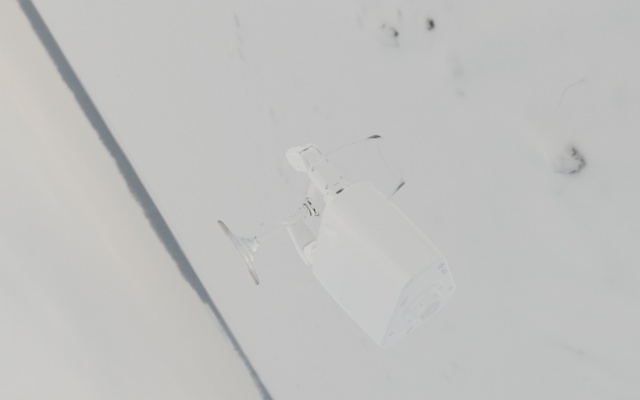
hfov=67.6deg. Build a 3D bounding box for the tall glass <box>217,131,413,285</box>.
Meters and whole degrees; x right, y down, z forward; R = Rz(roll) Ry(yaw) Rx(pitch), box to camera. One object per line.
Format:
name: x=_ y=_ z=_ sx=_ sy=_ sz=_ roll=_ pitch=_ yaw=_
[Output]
tall glass: x=-0.001 y=0.002 z=0.493 sx=0.201 sy=0.079 sz=0.079 roll=-32 pitch=10 yaw=-17
